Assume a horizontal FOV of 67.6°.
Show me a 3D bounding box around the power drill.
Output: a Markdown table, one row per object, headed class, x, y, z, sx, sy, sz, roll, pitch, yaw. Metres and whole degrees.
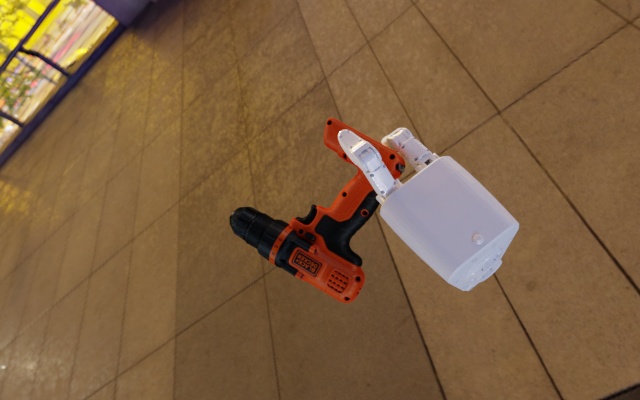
| class | x | y | z | sx | sy | sz | roll | pitch | yaw |
| --- | --- | --- | --- | --- | --- | --- | --- | --- | --- |
| power drill | 0.001 | 0.002 | 0.568 | 0.184 | 0.187 | 0.057 | 29 | 6 | 13 |
